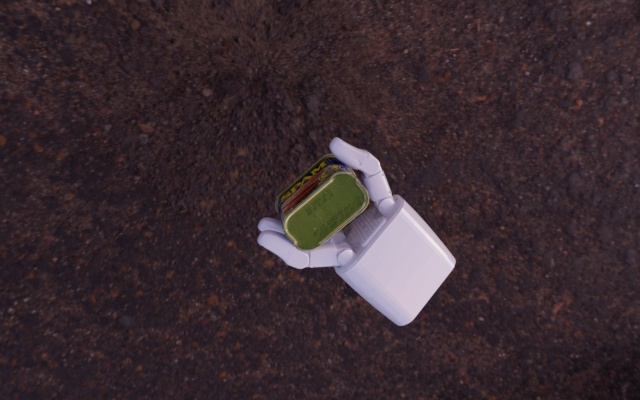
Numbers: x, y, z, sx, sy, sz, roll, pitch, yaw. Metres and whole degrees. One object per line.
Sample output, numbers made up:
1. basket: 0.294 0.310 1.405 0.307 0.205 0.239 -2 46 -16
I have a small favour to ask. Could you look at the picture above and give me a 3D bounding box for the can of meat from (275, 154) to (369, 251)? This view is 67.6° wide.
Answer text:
1. can of meat: 0.000 0.002 0.535 0.102 0.057 0.084 -41 17 4
